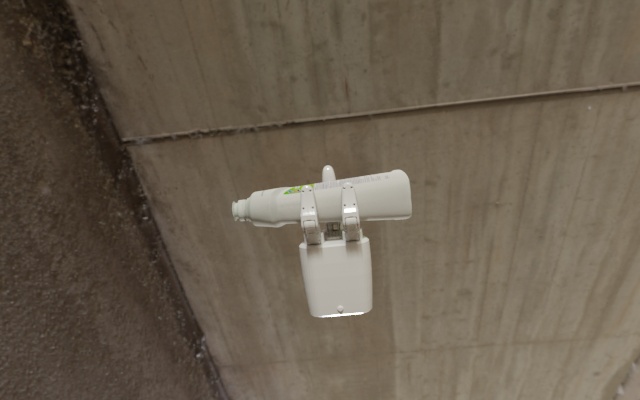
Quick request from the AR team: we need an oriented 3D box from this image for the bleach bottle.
[{"bbox_3d":[0.000,0.002,0.695,0.251,0.068,0.102,-5,8,3],"label":"bleach bottle"}]
